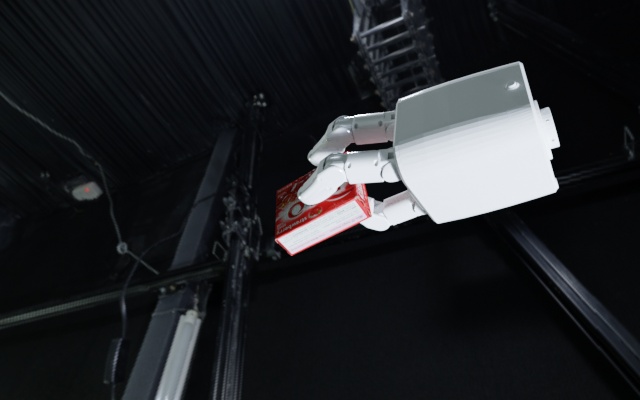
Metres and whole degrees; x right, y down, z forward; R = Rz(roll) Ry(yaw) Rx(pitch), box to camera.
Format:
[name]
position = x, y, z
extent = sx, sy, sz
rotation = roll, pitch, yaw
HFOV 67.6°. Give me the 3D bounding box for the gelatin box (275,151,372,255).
[gelatin box]
position = 0.000, 0.002, 0.451
extent = 0.089, 0.030, 0.073
rotation = -28, 36, 18
